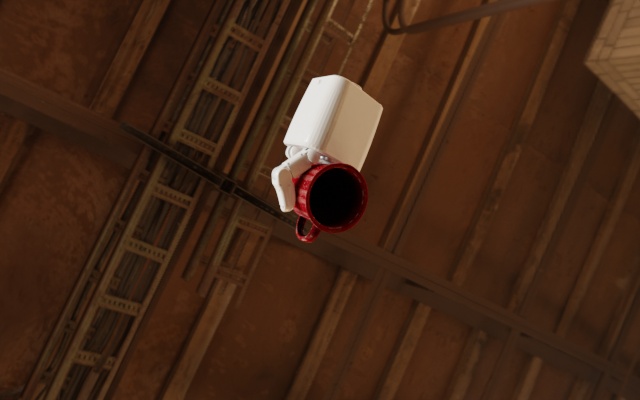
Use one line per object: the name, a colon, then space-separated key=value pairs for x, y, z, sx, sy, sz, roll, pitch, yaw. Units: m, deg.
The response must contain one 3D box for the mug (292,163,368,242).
mug: x=-0.001 y=0.003 z=0.655 sx=0.093 sy=0.117 sz=0.081 roll=25 pitch=-3 yaw=-28
